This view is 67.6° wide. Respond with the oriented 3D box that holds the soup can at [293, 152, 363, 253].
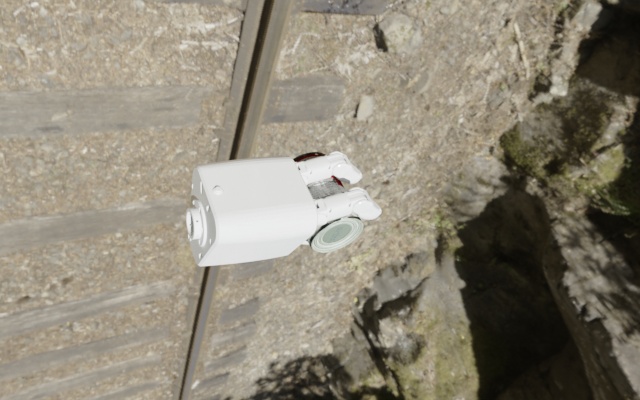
[{"bbox_3d":[0.001,0.002,0.566,0.068,0.102,0.069,-19,-32,-13],"label":"soup can"}]
